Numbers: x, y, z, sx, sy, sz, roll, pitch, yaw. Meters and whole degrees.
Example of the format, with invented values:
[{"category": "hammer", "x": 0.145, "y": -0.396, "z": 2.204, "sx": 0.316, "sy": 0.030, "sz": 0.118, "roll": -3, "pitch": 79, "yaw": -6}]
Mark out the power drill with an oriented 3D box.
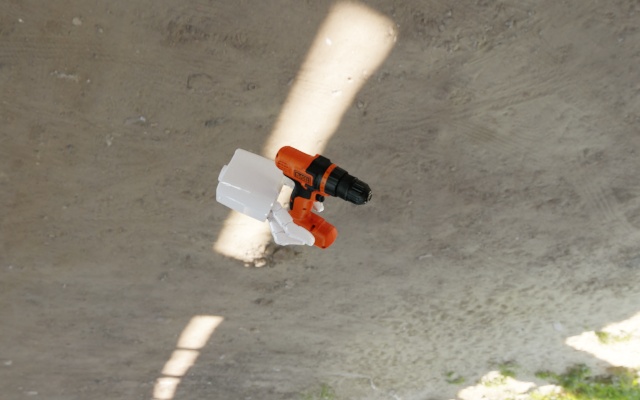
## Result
[{"category": "power drill", "x": 0.000, "y": 0.003, "z": 0.864, "sx": 0.184, "sy": 0.188, "sz": 0.057, "roll": 28, "pitch": 49, "yaw": 19}]
